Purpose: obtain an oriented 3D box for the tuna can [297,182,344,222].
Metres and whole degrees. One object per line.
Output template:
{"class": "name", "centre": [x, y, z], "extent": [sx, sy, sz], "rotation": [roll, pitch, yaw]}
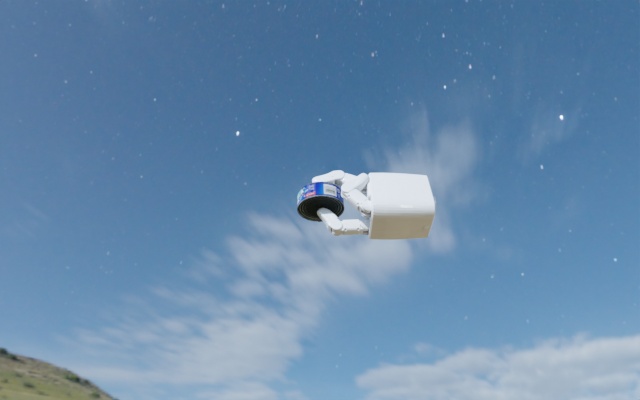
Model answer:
{"class": "tuna can", "centre": [0.000, 0.002, 0.872], "extent": [0.086, 0.033, 0.086], "rotation": [-1, -34, -1]}
